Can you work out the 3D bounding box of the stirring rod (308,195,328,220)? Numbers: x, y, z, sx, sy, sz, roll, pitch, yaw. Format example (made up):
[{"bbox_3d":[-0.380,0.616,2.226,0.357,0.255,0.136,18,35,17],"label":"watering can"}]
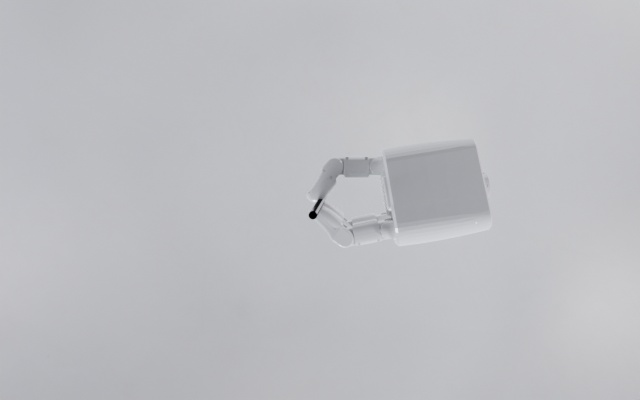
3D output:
[{"bbox_3d":[0.000,0.002,0.558,0.011,0.011,0.239,0,6,3],"label":"stirring rod"}]
